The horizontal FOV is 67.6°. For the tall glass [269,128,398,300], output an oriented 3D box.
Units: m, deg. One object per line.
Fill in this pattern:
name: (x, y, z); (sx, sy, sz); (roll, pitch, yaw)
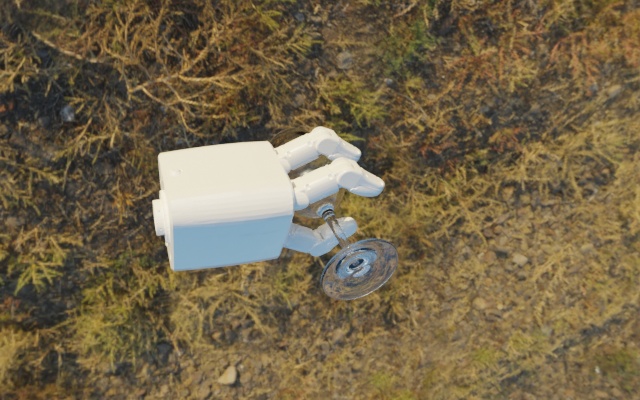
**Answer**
tall glass: (0.000, 0.002, 0.489); (0.079, 0.079, 0.201); (0, 38, -26)
